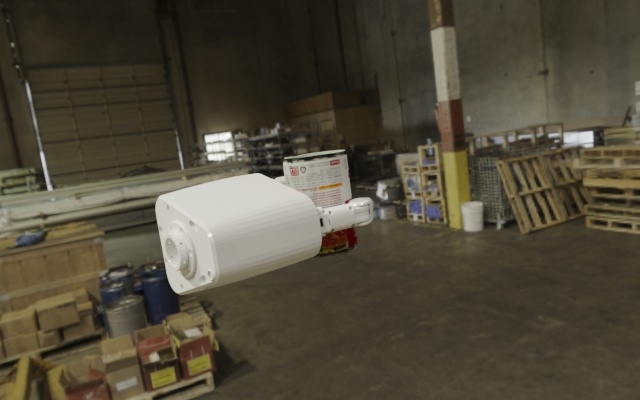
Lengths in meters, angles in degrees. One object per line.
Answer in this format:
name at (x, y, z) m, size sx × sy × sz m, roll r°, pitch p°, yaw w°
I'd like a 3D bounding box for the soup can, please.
soup can at (0.001, 0.001, 0.503) m, size 0.068 × 0.102 × 0.068 m, roll -7°, pitch 8°, yaw 1°
